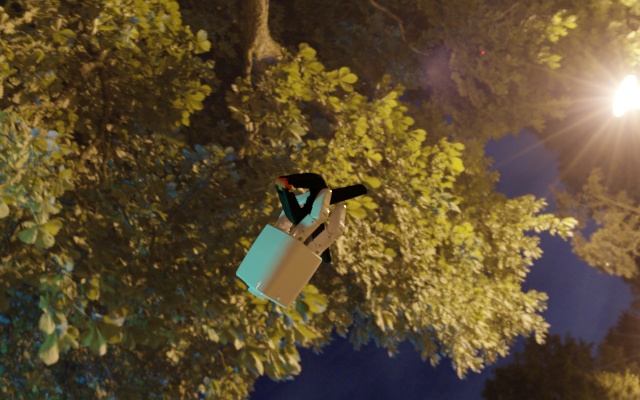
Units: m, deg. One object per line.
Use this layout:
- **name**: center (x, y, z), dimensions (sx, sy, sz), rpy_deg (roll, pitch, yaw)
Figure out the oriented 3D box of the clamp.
- **clamp**: center (-0.001, 0.002, 0.843), dimensions (0.036, 0.164, 0.210), rpy_deg (22, -15, 43)
